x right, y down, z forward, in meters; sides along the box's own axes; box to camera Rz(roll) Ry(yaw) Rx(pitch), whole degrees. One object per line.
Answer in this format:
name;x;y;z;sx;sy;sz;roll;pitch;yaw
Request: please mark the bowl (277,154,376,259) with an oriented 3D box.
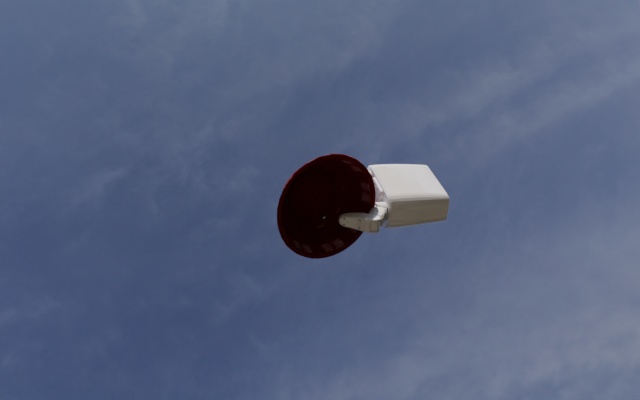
bowl;-0.001;0.002;0.707;0.162;0.162;0.055;0;20;-30
